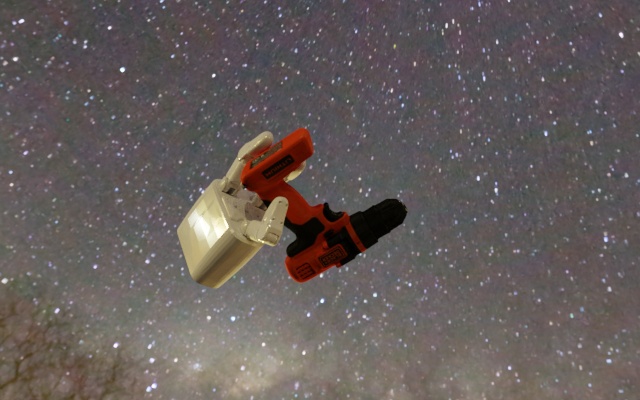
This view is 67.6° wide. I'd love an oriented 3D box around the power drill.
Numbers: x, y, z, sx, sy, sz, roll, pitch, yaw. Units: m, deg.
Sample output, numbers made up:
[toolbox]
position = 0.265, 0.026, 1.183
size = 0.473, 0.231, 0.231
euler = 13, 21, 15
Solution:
[power drill]
position = 0.000, 0.002, 0.628
size = 0.184, 0.188, 0.057
euler = -32, 20, 6
